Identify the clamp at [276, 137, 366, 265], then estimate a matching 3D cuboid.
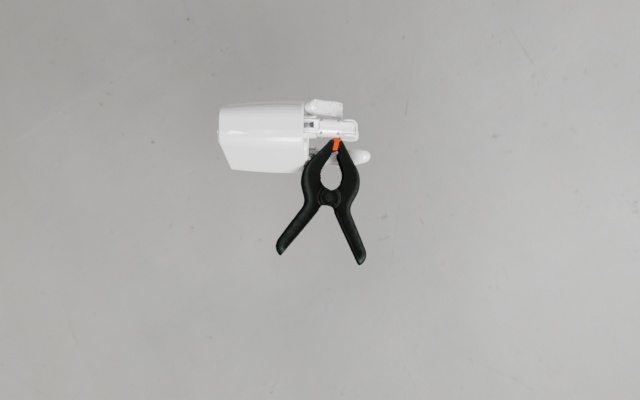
[{"bbox_3d":[0.000,0.002,0.635,0.120,0.171,0.039,0,-5,-13],"label":"clamp"}]
